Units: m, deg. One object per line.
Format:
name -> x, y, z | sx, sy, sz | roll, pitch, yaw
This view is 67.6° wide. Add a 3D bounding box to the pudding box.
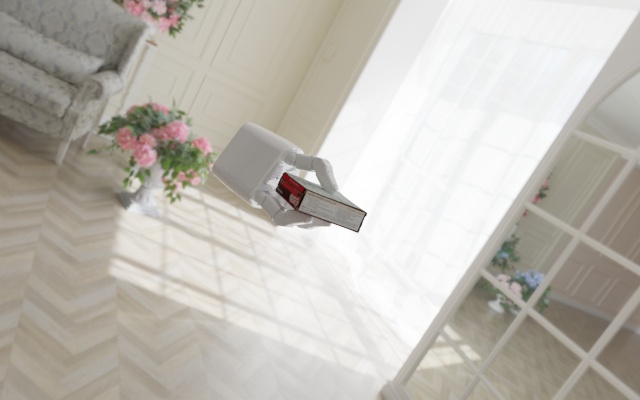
pudding box -> 0.000, 0.002, 0.703 | 0.113, 0.039, 0.090 | 19, 11, -30
